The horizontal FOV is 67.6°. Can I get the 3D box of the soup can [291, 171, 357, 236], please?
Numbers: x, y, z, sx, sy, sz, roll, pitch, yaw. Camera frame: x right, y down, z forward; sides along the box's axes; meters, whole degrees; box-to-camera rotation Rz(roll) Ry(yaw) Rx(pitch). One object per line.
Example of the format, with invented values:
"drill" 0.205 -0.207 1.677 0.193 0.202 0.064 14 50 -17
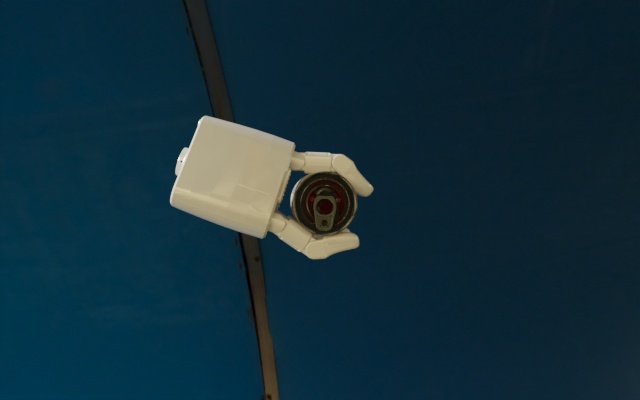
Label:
"soup can" 0.001 0.002 0.548 0.068 0.068 0.102 0 2 -6
